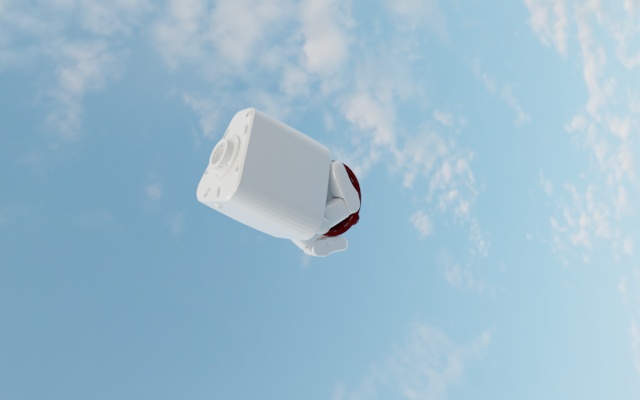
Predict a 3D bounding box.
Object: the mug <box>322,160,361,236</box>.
[{"bbox_3d":[0.001,0.003,0.620,0.117,0.093,0.081,29,-17,-35],"label":"mug"}]
